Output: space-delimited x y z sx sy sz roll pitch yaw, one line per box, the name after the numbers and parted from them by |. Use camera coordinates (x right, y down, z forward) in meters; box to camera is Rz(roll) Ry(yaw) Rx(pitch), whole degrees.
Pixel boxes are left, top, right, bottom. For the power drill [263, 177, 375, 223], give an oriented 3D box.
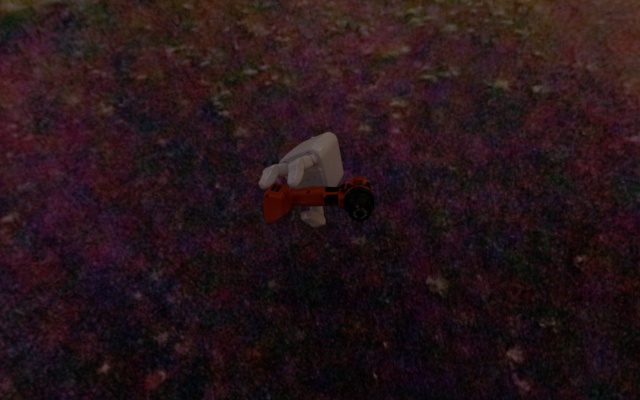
0.000 0.003 0.826 0.187 0.057 0.184 -3 12 5 | power drill
